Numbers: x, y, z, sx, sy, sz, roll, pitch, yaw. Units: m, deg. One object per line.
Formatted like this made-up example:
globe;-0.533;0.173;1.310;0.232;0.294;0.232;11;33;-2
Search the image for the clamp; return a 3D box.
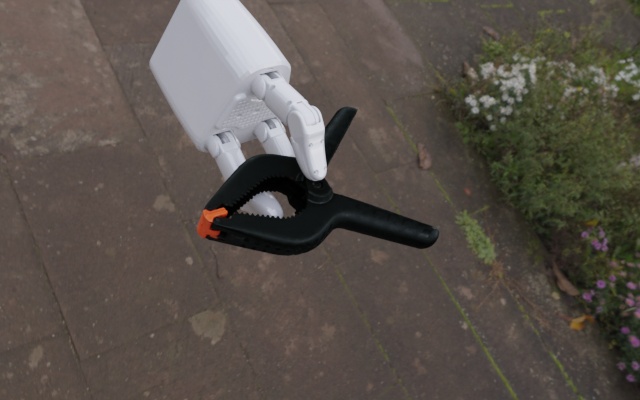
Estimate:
clamp;0.000;0.001;0.412;0.210;0.164;0.036;-24;-21;-37
